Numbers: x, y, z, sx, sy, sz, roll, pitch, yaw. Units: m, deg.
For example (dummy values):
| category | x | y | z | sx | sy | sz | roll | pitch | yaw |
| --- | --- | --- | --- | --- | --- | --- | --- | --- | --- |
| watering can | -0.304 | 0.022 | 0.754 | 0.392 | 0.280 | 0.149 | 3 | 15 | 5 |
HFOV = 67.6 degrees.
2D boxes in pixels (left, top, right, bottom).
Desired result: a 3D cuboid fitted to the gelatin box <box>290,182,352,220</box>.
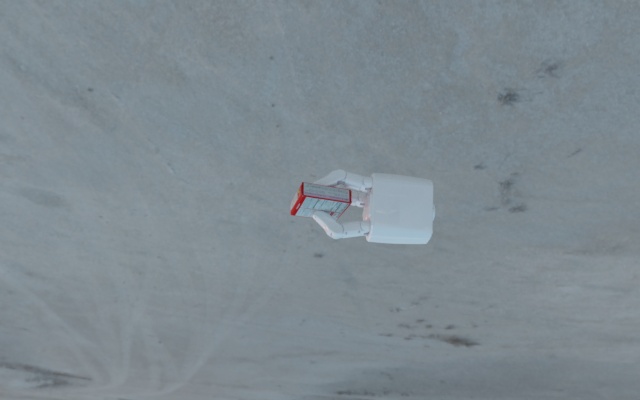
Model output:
| category | x | y | z | sx | sy | sz | roll | pitch | yaw |
| --- | --- | --- | --- | --- | --- | --- | --- | --- | --- |
| gelatin box | 0.000 | 0.003 | 0.817 | 0.089 | 0.030 | 0.073 | 8 | -30 | -17 |
